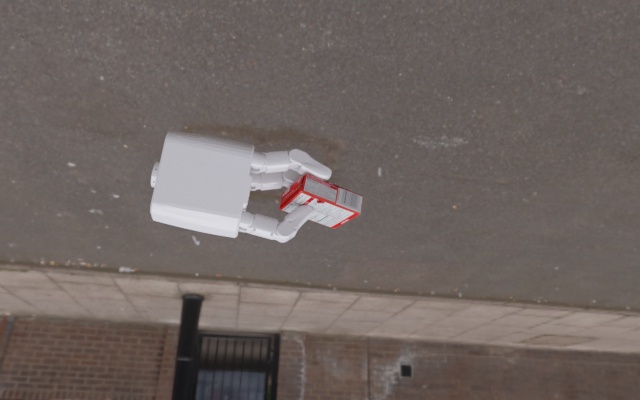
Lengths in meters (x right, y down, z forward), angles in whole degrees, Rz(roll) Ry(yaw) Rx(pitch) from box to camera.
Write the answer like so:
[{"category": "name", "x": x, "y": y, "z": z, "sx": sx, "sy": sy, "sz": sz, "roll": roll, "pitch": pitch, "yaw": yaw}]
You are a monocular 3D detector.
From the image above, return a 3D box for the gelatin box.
[{"category": "gelatin box", "x": 0.000, "y": 0.003, "z": 0.632, "sx": 0.089, "sy": 0.030, "sz": 0.073, "roll": 21, "pitch": -27, "yaw": -19}]
